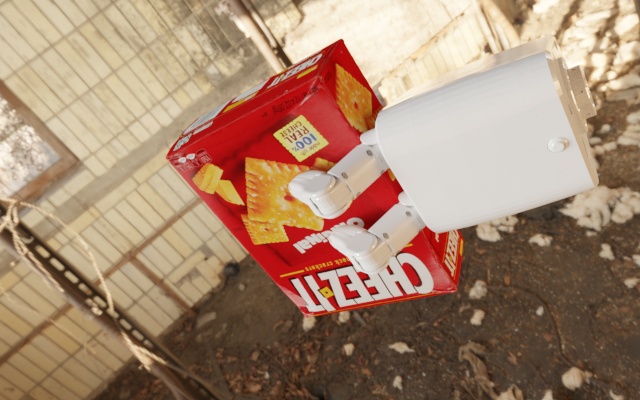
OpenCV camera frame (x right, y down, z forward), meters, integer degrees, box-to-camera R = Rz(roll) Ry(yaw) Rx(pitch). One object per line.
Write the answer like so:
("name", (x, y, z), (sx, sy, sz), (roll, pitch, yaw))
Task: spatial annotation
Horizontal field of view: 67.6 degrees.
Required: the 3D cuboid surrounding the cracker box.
("cracker box", (0.000, 0.001, 0.405), (0.164, 0.214, 0.072), (-18, 31, 33))
